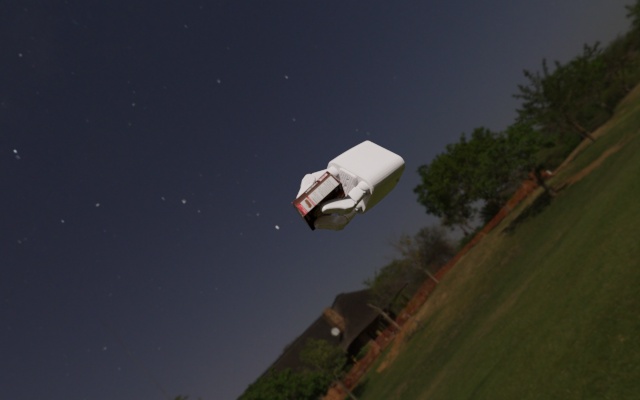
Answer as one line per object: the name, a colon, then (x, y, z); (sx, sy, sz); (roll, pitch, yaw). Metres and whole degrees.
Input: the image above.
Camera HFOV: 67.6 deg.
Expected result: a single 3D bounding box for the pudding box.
pudding box: (0.000, 0.003, 0.870); (0.039, 0.090, 0.113); (45, -6, 19)
